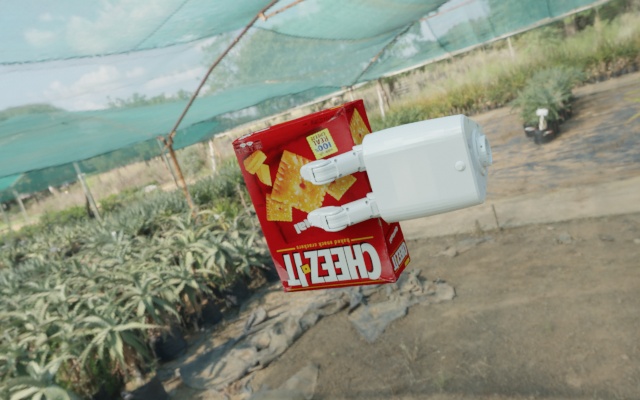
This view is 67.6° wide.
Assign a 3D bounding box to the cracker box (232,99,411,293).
[{"bbox_3d":[0.000,0.002,0.593,0.164,0.214,0.072,-11,13,30],"label":"cracker box"}]
